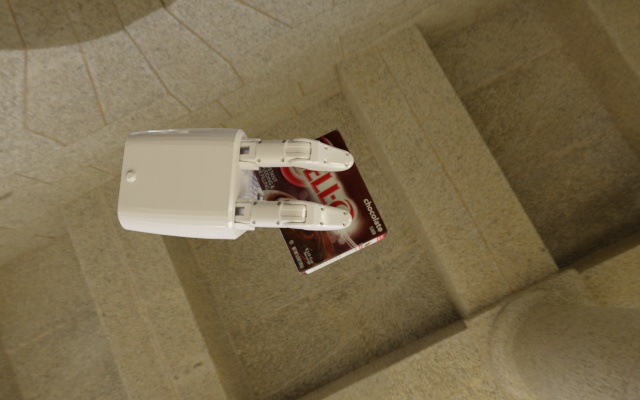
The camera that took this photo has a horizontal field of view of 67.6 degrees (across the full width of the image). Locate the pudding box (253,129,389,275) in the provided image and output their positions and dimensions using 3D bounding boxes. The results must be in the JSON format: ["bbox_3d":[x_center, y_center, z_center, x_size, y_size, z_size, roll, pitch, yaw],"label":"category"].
[{"bbox_3d":[0.000,0.002,0.454,0.090,0.113,0.039,-25,-10,0],"label":"pudding box"}]
